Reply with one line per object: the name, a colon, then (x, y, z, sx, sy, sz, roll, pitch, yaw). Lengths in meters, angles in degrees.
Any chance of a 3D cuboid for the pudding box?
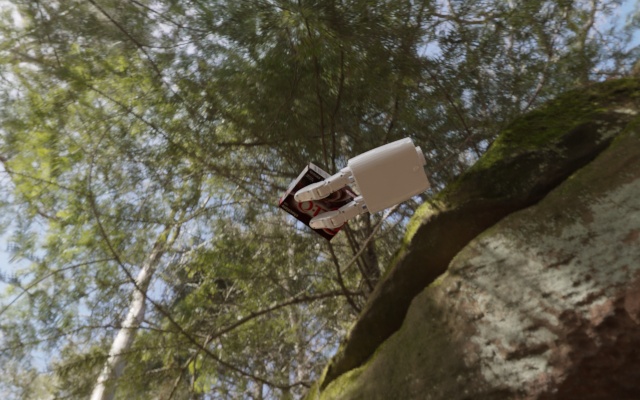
pudding box: (0.000, 0.003, 0.807, 0.113, 0.090, 0.039, 36, 21, -12)
